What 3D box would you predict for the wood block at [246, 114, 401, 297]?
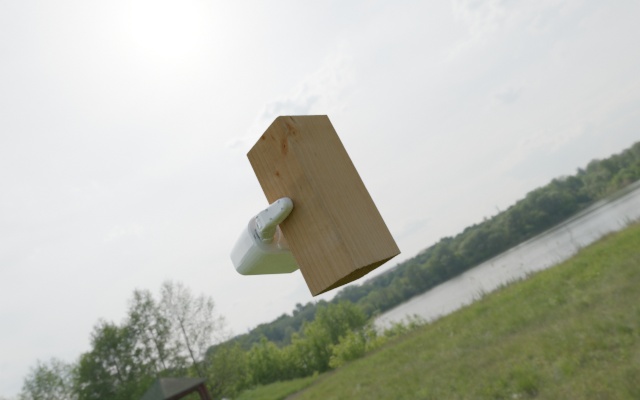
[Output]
[{"bbox_3d":[0.000,0.002,0.602,0.091,0.206,0.090,-12,-21,-44],"label":"wood block"}]
